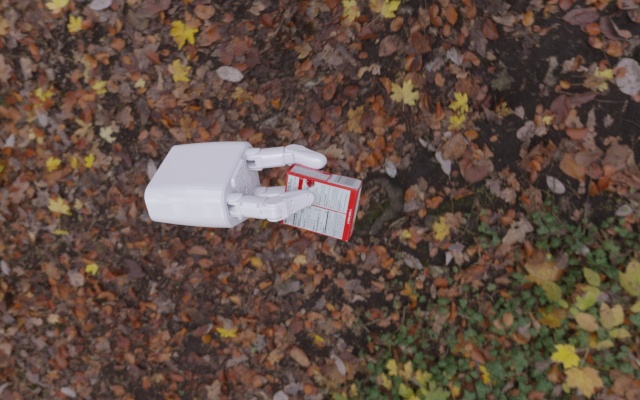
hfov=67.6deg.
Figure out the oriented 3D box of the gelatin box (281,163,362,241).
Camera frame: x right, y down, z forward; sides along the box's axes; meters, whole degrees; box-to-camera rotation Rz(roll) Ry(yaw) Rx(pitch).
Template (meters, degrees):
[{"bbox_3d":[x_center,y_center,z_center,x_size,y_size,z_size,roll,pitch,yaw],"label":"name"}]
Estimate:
[{"bbox_3d":[0.000,0.002,0.574,0.089,0.073,0.030,15,31,11],"label":"gelatin box"}]
